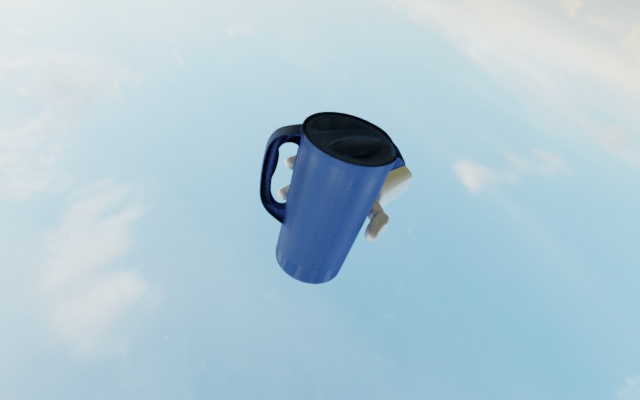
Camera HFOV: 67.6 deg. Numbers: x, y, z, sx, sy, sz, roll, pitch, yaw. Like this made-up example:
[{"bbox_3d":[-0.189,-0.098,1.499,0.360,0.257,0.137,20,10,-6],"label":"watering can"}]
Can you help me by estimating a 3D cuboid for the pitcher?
[{"bbox_3d":[0.000,0.002,0.691,0.149,0.243,0.145,38,39,24],"label":"pitcher"}]
